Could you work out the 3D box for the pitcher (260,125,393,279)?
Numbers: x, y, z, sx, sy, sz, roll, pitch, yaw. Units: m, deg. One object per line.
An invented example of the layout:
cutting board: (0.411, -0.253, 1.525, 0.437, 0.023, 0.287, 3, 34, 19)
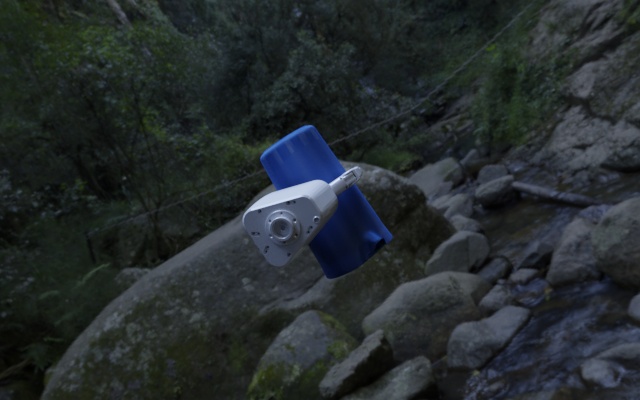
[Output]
pitcher: (0.000, 0.003, 0.818, 0.149, 0.243, 0.145, -31, 4, 17)
